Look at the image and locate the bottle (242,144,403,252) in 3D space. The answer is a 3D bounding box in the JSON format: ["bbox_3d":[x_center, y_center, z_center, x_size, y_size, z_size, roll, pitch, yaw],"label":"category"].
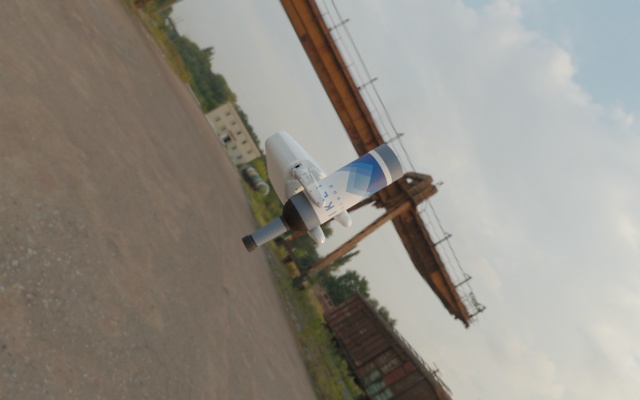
[{"bbox_3d":[0.000,0.003,0.820,0.295,0.069,0.069,-30,3,-6],"label":"bottle"}]
